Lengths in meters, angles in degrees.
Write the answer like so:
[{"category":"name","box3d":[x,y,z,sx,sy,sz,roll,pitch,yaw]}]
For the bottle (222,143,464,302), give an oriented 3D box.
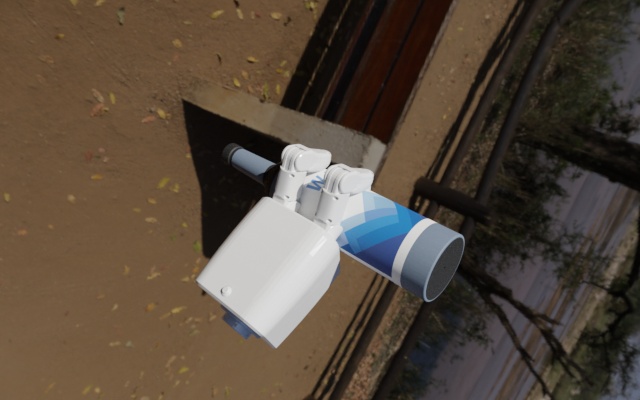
[{"category":"bottle","box3d":[0.000,0.002,0.497,0.295,0.069,0.069,28,16,33]}]
